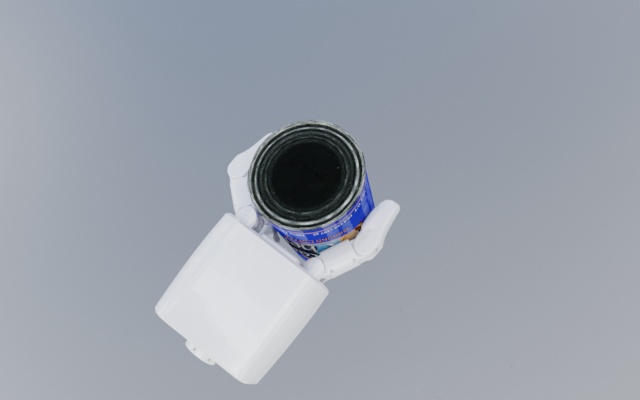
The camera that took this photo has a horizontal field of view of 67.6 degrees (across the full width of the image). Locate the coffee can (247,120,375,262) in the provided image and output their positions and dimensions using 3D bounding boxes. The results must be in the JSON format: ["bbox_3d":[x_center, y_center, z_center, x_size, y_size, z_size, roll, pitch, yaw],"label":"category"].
[{"bbox_3d":[0.000,0.001,0.465,0.103,0.102,0.140,0,-21,12],"label":"coffee can"}]
